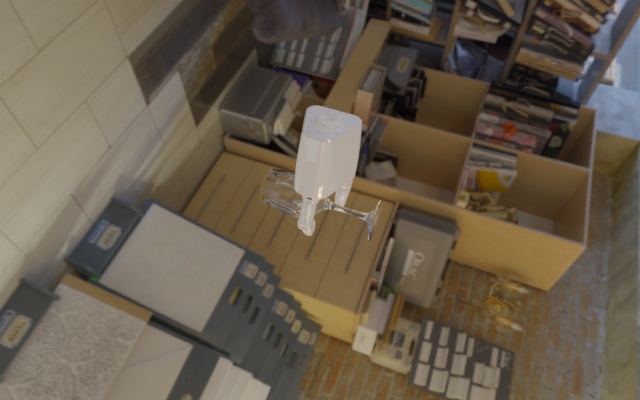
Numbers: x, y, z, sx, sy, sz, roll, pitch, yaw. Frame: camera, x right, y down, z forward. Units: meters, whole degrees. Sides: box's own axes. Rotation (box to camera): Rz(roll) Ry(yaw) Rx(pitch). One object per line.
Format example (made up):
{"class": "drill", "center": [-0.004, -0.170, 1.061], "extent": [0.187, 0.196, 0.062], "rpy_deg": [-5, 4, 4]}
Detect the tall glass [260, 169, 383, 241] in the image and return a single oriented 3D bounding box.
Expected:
{"class": "tall glass", "center": [0.001, 0.003, 0.820], "extent": [0.201, 0.079, 0.079], "rpy_deg": [17, 4, 13]}
